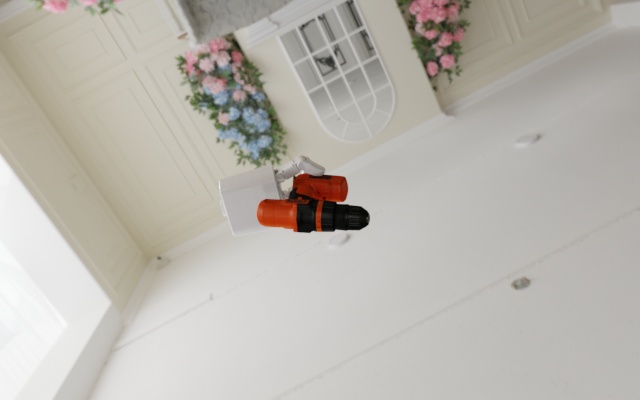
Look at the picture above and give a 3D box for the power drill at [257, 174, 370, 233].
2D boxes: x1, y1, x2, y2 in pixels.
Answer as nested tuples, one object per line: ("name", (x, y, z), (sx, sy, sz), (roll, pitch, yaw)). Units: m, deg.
("power drill", (0.000, 0.003, 0.833), (0.184, 0.057, 0.187), (5, 17, 10))
